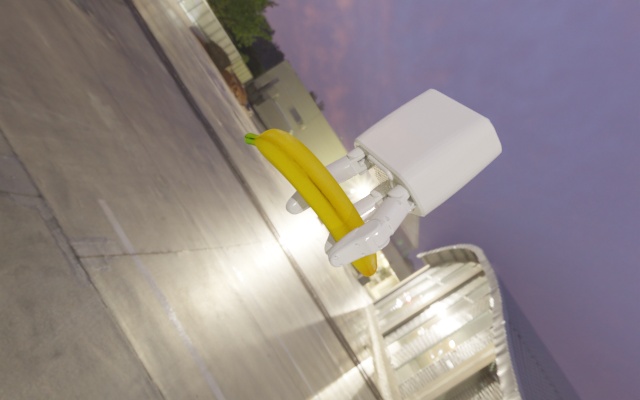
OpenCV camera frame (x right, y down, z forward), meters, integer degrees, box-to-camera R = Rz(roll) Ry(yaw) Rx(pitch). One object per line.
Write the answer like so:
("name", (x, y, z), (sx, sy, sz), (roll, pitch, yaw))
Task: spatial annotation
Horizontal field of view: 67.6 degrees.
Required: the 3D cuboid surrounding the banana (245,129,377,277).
("banana", (0.001, -0.002, 0.473), (0.037, 0.198, 0.069), (-40, 3, -11))
